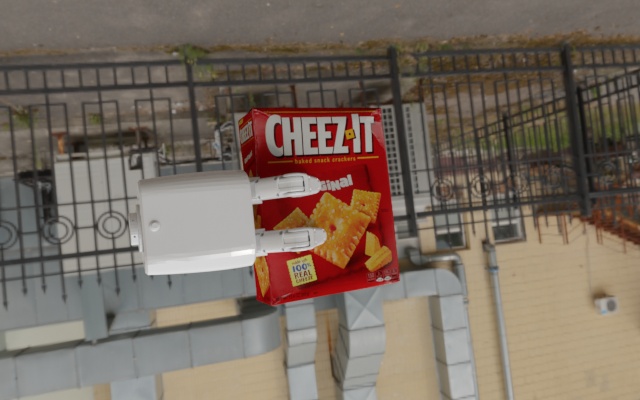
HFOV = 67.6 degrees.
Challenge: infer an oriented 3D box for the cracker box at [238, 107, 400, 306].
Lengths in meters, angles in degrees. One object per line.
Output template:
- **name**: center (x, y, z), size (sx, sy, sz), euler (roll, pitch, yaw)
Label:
- **cracker box**: center (0.000, 0.002, 0.559), size (0.164, 0.213, 0.072), euler (-5, -2, -24)
